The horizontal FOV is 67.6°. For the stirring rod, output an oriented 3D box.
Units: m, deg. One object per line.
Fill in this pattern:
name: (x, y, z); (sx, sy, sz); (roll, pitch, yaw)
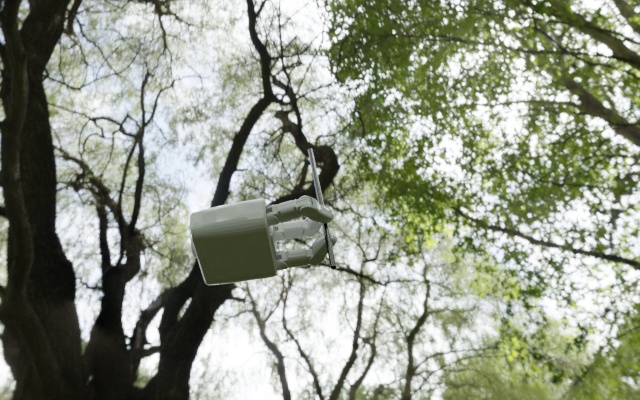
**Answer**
stirring rod: (0.000, 0.002, 0.714); (0.011, 0.239, 0.011); (-6, -43, -6)
